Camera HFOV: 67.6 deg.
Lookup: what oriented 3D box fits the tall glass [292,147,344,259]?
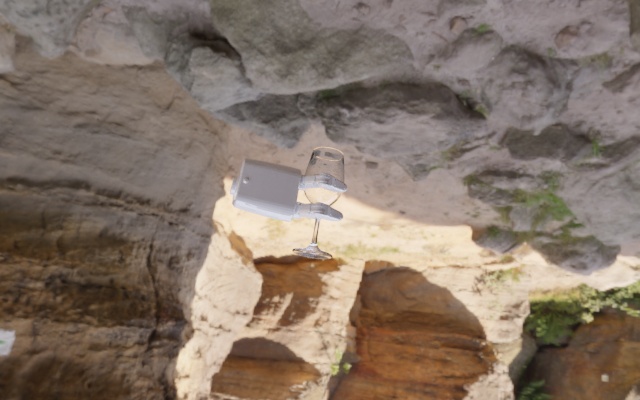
[{"bbox_3d":[0.000,0.004,0.890,0.079,0.201,0.079,9,-17,3],"label":"tall glass"}]
